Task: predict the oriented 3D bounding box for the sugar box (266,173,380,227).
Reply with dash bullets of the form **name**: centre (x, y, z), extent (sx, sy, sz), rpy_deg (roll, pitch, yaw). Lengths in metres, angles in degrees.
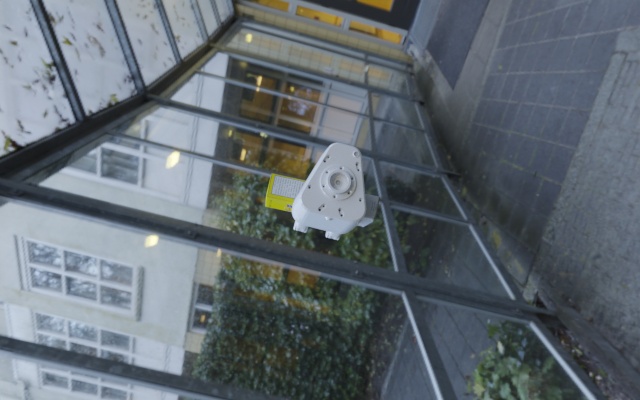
- **sugar box**: centre (0.000, 0.003, 0.786), extent (0.176, 0.048, 0.093), rpy_deg (14, -12, -4)
